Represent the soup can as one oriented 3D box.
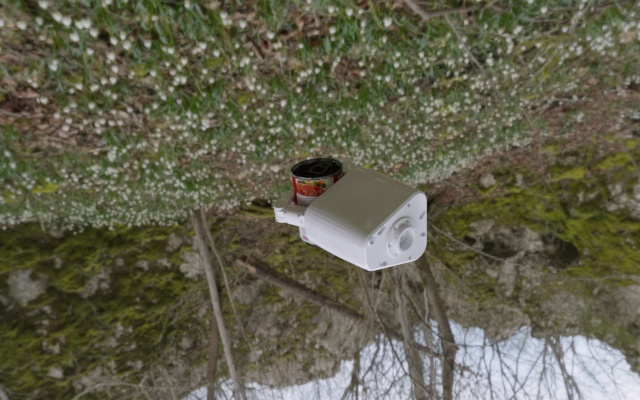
[{"bbox_3d":[0.000,0.002,0.642,0.068,0.102,0.068,-5,27,3],"label":"soup can"}]
